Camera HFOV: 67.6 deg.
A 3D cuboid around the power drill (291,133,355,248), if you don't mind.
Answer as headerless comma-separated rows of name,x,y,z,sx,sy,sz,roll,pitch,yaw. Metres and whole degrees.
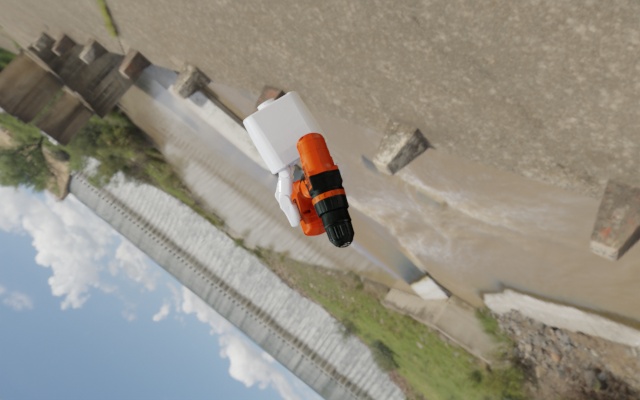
power drill,0.000,0.002,0.789,0.057,0.184,0.188,-13,-14,-14
